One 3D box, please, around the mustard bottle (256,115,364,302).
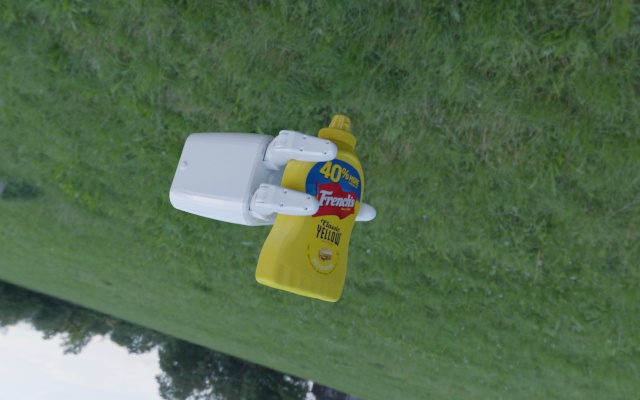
[{"bbox_3d":[0.000,0.002,0.494,0.096,0.191,0.058,24,-16,-38],"label":"mustard bottle"}]
